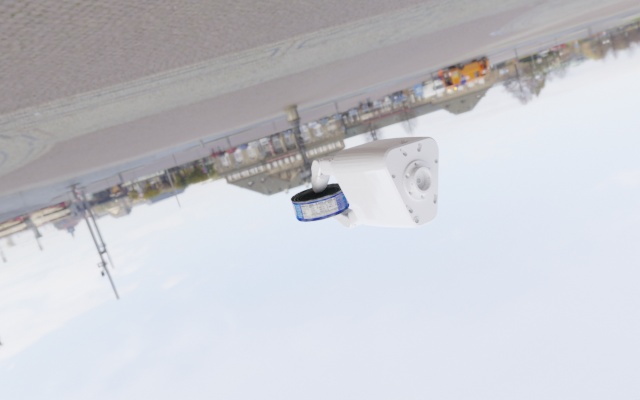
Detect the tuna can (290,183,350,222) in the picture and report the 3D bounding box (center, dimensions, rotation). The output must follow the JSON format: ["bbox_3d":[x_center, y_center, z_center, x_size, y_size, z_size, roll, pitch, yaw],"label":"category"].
[{"bbox_3d":[0.000,0.003,0.720,0.086,0.034,0.086,-14,14,3],"label":"tuna can"}]
